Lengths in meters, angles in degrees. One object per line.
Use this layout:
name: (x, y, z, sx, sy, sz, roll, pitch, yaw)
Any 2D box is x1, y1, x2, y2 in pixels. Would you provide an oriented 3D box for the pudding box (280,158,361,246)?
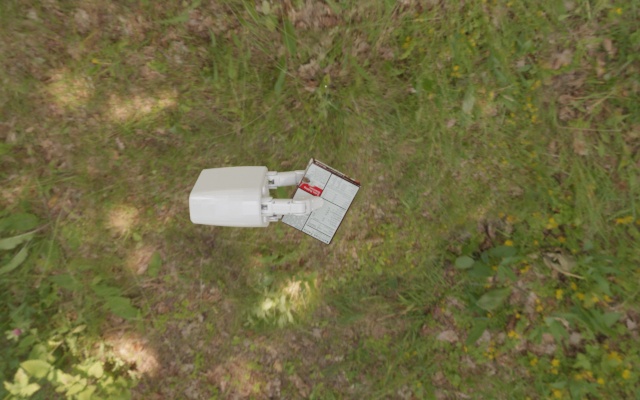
pudding box: (0.000, 0.003, 0.761, 0.090, 0.113, 0.039, 27, 12, -5)
